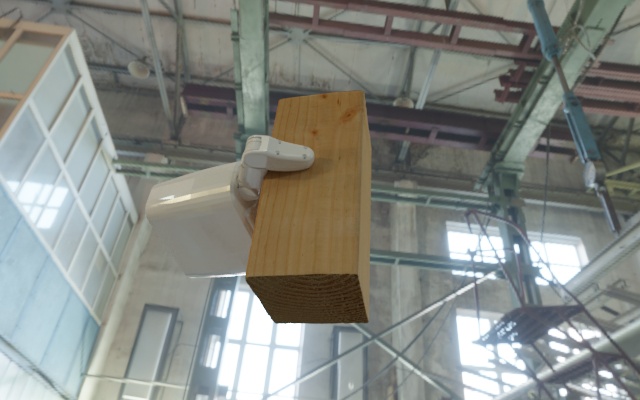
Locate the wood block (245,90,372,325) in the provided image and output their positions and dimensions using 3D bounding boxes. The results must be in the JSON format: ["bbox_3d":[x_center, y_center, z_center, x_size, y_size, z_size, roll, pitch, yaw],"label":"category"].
[{"bbox_3d":[0.000,0.001,0.451,0.090,0.206,0.091,-3,-38,11],"label":"wood block"}]
